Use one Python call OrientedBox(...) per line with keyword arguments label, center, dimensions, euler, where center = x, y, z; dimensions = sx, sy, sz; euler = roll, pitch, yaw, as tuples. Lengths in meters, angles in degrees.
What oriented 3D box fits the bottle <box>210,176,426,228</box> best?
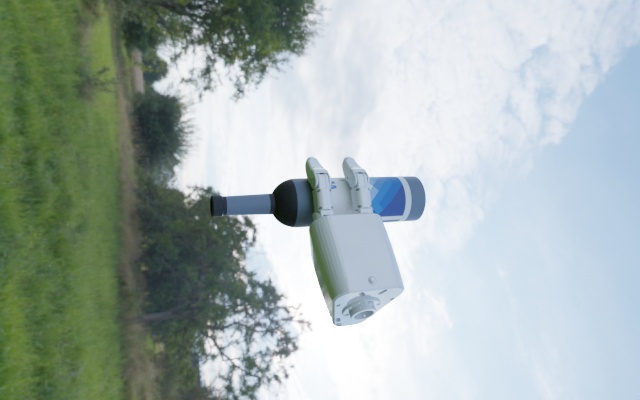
OrientedBox(label="bottle", center=(0.000, 0.002, 0.654), dimensions=(0.296, 0.069, 0.069), euler=(-2, 1, -21))
